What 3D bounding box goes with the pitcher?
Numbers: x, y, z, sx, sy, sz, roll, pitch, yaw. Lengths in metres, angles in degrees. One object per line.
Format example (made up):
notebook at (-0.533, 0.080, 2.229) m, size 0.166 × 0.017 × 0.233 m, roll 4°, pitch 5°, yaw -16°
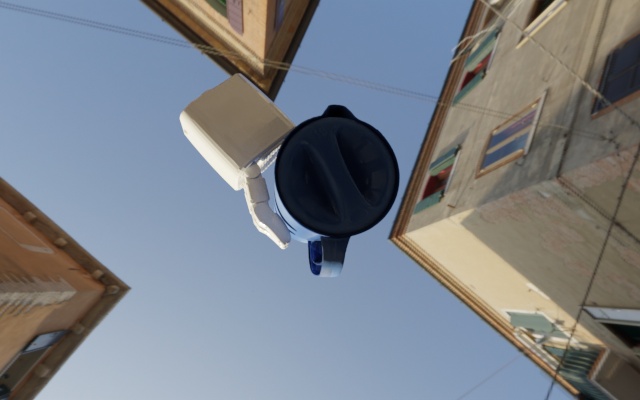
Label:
pitcher at (0.000, 0.002, 0.606) m, size 0.149 × 0.145 × 0.243 m, roll -44°, pitch -1°, yaw -13°
